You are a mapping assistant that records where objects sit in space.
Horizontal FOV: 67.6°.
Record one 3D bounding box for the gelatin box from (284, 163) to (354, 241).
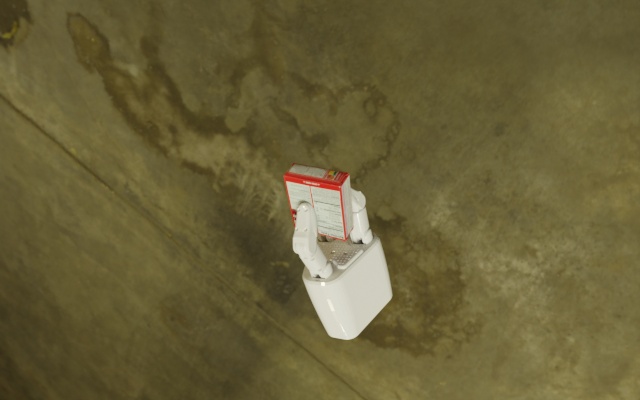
[{"bbox_3d":[0.000,0.002,0.575,0.073,0.089,0.030,12,45,23],"label":"gelatin box"}]
